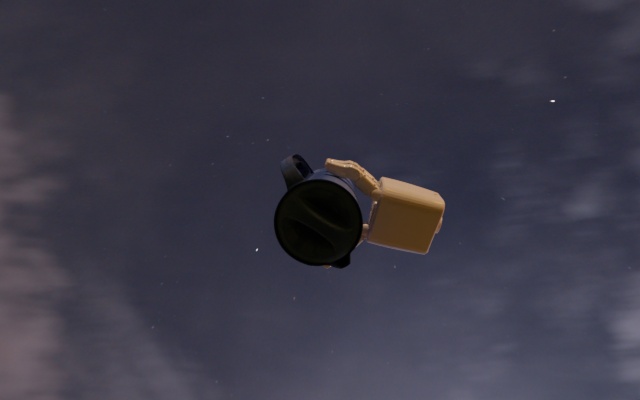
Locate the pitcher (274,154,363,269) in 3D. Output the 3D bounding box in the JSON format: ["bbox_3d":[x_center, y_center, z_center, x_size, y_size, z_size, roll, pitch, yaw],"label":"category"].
[{"bbox_3d":[0.000,0.003,0.814,0.145,0.149,0.242,14,12,1],"label":"pitcher"}]
